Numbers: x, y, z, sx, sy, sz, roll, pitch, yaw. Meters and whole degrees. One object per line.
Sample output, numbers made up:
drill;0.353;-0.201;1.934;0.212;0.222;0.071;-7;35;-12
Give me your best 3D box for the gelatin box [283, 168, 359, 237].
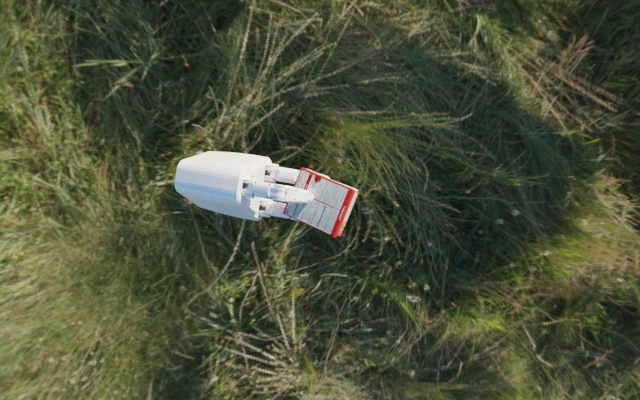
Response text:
gelatin box;0.000;0.002;0.683;0.089;0.073;0.030;24;6;19
